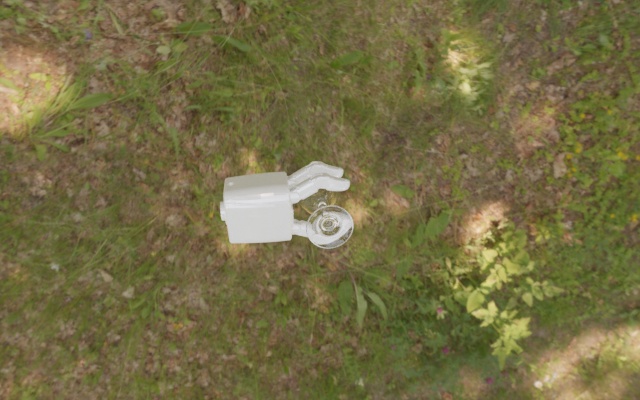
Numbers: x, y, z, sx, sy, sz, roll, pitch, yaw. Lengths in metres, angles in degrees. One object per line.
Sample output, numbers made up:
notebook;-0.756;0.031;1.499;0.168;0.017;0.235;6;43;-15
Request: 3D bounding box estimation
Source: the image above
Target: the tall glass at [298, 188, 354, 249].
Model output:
tall glass;0.000;0.003;0.825;0.079;0.079;0.201;0;23;-9
